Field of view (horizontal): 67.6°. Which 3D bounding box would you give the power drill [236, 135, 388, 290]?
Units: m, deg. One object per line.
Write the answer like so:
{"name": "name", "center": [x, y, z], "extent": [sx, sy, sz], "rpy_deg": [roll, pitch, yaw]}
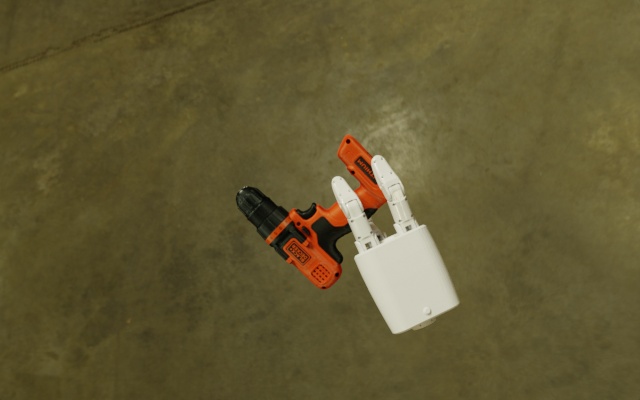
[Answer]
{"name": "power drill", "center": [0.001, 0.002, 0.652], "extent": [0.184, 0.188, 0.057], "rpy_deg": [44, 12, -2]}
